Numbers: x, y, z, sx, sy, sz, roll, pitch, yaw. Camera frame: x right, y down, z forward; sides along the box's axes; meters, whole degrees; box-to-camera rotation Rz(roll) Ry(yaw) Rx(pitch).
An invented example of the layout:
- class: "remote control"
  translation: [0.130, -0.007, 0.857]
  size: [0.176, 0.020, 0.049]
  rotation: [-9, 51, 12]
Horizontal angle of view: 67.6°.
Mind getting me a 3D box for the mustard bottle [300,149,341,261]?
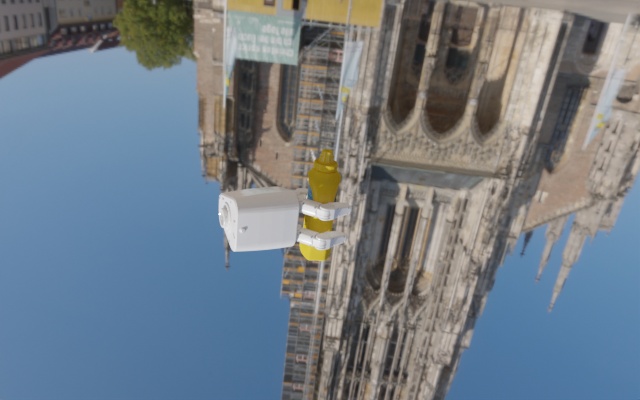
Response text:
- class: "mustard bottle"
  translation: [0.000, 0.003, 0.838]
  size: [0.058, 0.192, 0.096]
  rotation: [5, 24, -4]
